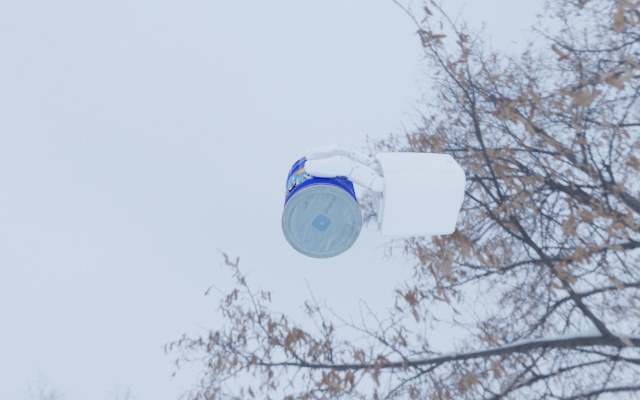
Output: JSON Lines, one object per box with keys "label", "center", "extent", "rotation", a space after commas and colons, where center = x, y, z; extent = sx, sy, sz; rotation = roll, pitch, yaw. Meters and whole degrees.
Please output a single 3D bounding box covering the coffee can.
{"label": "coffee can", "center": [0.000, 0.002, 0.668], "extent": [0.103, 0.103, 0.140], "rotation": [0, 23, -1]}
